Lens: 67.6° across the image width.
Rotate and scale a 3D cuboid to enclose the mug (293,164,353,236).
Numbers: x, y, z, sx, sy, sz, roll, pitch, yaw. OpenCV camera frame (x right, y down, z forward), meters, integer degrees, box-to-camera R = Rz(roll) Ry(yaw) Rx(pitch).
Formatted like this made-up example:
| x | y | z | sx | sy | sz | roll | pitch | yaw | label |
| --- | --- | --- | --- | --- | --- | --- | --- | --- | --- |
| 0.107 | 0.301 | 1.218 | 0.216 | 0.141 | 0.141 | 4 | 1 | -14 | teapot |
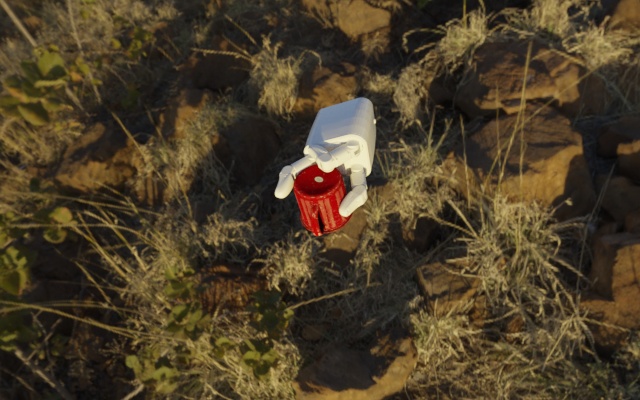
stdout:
| x | y | z | sx | sy | sz | roll | pitch | yaw | label |
| --- | --- | --- | --- | --- | --- | --- | --- | --- | --- |
| 0.000 | 0.004 | 0.782 | 0.093 | 0.117 | 0.082 | 1 | -41 | 16 | mug |
